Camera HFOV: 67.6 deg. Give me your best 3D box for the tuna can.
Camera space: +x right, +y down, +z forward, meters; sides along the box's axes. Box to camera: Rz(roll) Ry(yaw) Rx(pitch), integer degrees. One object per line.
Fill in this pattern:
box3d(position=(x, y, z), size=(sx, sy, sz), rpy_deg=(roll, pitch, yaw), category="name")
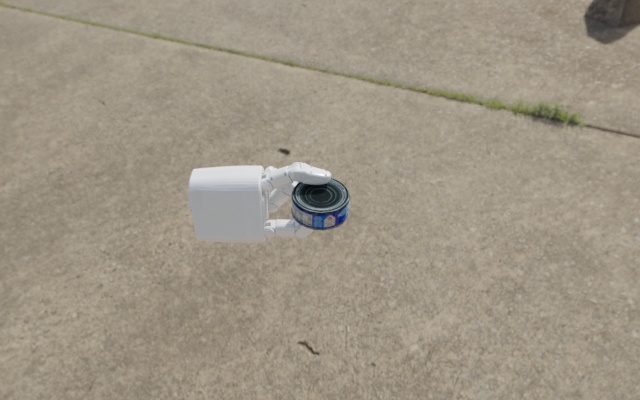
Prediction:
box3d(position=(0.000, 0.002, 0.696), size=(0.086, 0.034, 0.086), rpy_deg=(1, 41, -1), category="tuna can")
